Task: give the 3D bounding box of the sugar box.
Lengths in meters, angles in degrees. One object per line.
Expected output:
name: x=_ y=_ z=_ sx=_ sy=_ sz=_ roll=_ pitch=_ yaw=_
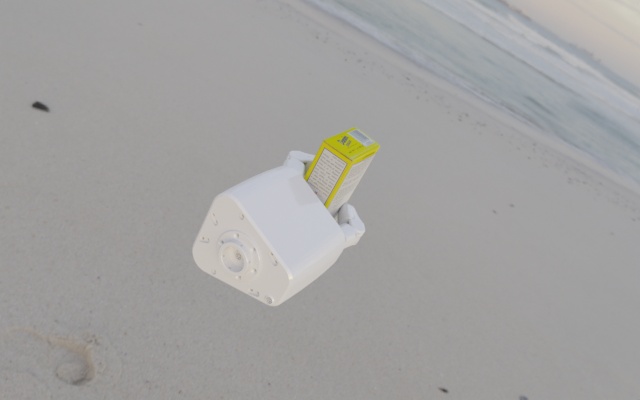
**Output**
sugar box: x=0.000 y=0.001 z=0.572 sx=0.048 sy=0.176 sz=0.093 roll=39 pitch=29 yaw=12
